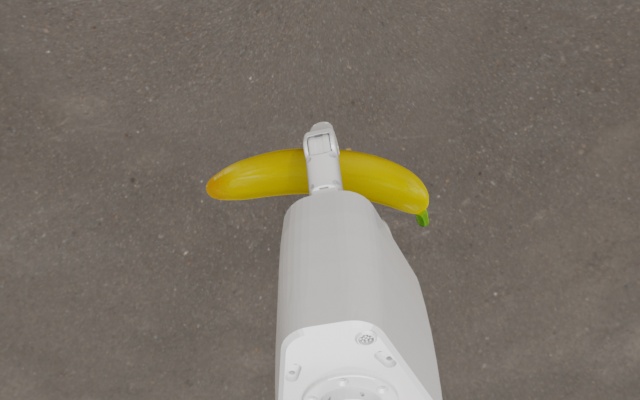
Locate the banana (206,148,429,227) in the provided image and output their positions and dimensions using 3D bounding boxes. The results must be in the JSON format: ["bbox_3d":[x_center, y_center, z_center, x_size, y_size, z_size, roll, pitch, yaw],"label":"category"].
[{"bbox_3d":[0.007,-0.012,0.389,0.198,0.070,0.037,10,38,-8],"label":"banana"}]
